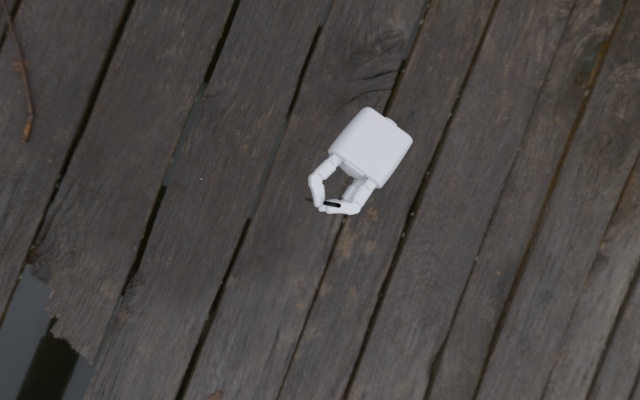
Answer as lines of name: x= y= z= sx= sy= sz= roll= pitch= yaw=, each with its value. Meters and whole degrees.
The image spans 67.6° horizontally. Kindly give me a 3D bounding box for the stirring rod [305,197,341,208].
stirring rod: x=0.000 y=0.003 z=0.876 sx=0.011 sy=0.011 sz=0.239 roll=0 pitch=3 yaw=-14
